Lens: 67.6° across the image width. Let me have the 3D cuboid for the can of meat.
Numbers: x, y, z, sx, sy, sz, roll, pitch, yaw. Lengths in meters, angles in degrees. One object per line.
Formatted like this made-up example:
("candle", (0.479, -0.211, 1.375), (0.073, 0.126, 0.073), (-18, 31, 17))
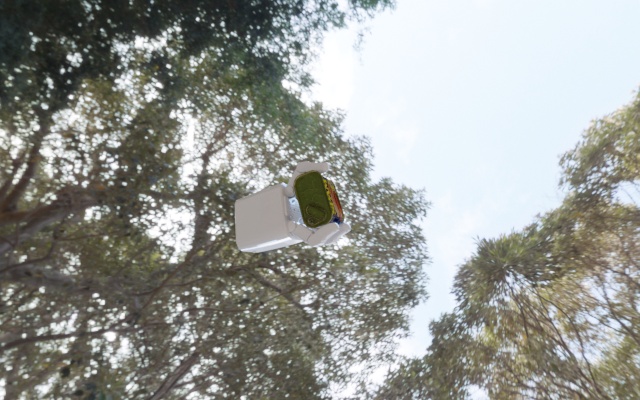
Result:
("can of meat", (0.000, 0.003, 0.882), (0.057, 0.102, 0.084), (-20, -14, 17))
